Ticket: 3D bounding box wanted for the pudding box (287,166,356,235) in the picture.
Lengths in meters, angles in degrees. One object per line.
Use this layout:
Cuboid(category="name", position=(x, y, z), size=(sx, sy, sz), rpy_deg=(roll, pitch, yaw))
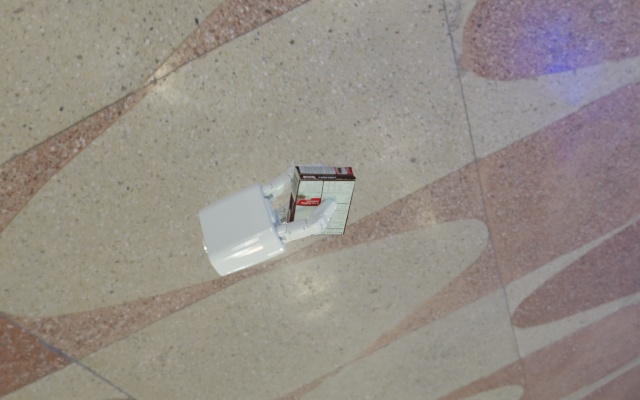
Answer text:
Cuboid(category="pudding box", position=(0.000, 0.003, 0.737), size=(0.090, 0.114, 0.039), rpy_deg=(-1, 39, -15))
